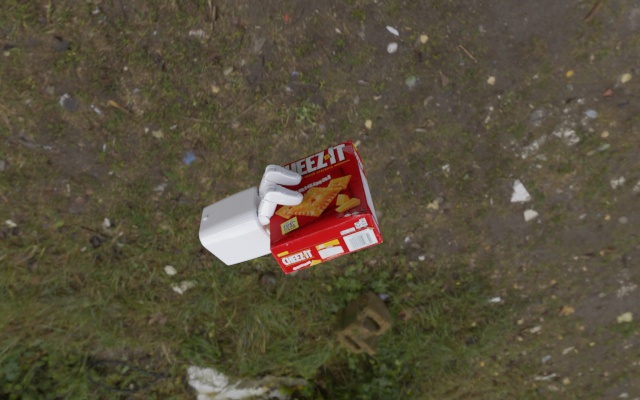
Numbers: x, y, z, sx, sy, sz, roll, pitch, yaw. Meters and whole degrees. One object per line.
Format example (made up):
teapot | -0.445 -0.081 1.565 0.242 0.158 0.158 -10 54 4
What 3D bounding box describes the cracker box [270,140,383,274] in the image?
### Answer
cracker box | 0.000 0.003 0.798 0.164 0.072 0.213 -20 38 10
